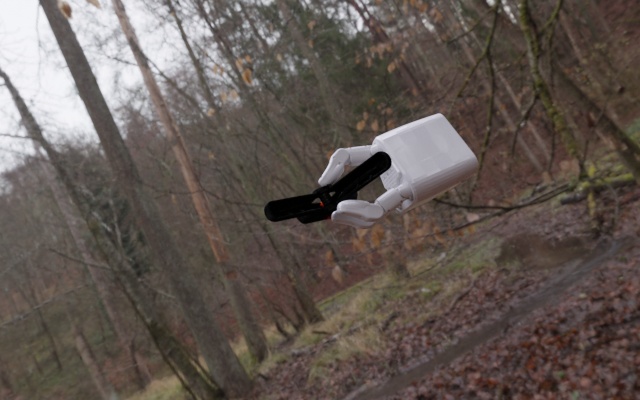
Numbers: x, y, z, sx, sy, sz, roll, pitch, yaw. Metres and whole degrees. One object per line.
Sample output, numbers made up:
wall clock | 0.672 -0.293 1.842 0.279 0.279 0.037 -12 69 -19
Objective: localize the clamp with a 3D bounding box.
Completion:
clamp | 0.000 0.001 0.651 0.164 0.036 0.210 -23 -10 -11
